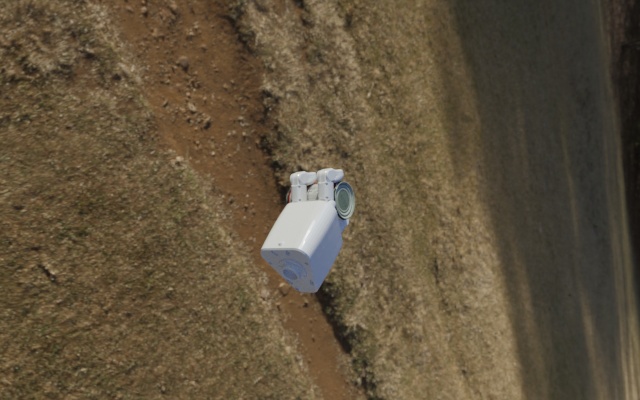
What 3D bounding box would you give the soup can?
[{"bbox_3d":[0.001,0.002,0.834,0.102,0.068,0.068,-4,-3,34],"label":"soup can"}]
